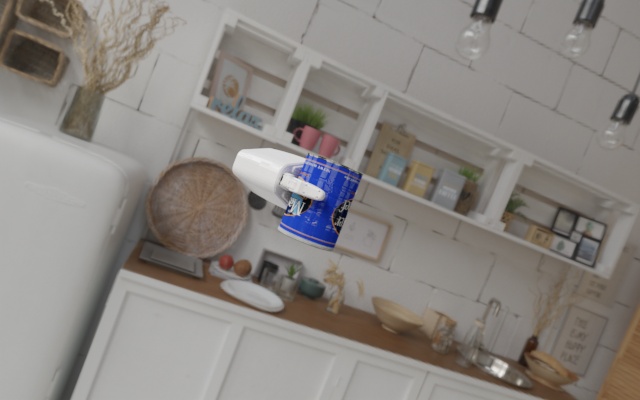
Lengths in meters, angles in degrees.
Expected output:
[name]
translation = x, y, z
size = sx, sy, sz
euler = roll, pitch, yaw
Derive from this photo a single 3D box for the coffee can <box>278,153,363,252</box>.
[coffee can]
translation = 0.000, 0.003, 0.811
size = 0.103, 0.140, 0.103
euler = 22, 2, -1
